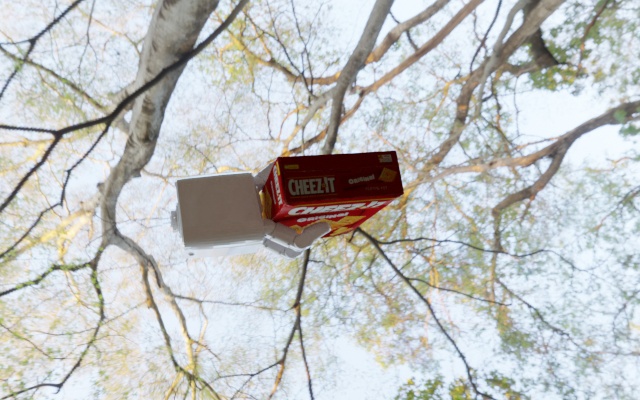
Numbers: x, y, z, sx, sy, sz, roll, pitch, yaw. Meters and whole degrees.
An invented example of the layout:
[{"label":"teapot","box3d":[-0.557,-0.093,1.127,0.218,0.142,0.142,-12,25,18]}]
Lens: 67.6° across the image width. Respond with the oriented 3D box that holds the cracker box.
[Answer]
[{"label":"cracker box","box3d":[0.000,0.002,0.694,0.164,0.072,0.214,-5,-15,-18]}]
